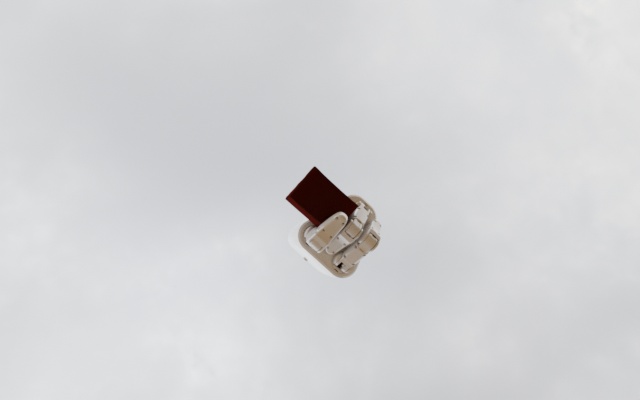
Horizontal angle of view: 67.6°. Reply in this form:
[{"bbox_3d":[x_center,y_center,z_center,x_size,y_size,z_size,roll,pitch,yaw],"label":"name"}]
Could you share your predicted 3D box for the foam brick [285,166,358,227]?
[{"bbox_3d":[0.000,0.002,0.627,0.078,0.053,0.051,43,-9,-6],"label":"foam brick"}]
